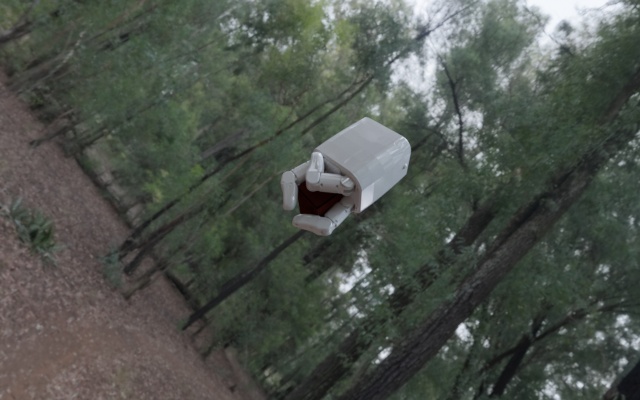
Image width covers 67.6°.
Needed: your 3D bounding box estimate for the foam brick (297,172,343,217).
[{"bbox_3d":[0.000,0.003,0.739,0.051,0.053,0.078,-37,-26,-18],"label":"foam brick"}]
